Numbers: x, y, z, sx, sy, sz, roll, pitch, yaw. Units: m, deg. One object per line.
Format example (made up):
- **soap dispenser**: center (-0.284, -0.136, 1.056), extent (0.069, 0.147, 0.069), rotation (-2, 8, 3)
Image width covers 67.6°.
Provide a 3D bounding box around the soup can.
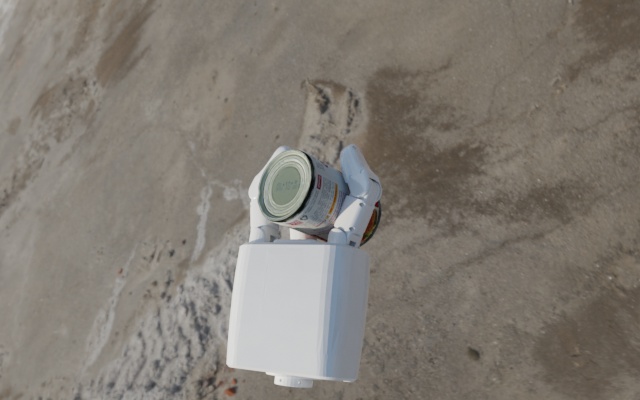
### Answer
- **soup can**: center (0.000, 0.001, 0.441), extent (0.068, 0.068, 0.102), rotation (0, -17, 42)
